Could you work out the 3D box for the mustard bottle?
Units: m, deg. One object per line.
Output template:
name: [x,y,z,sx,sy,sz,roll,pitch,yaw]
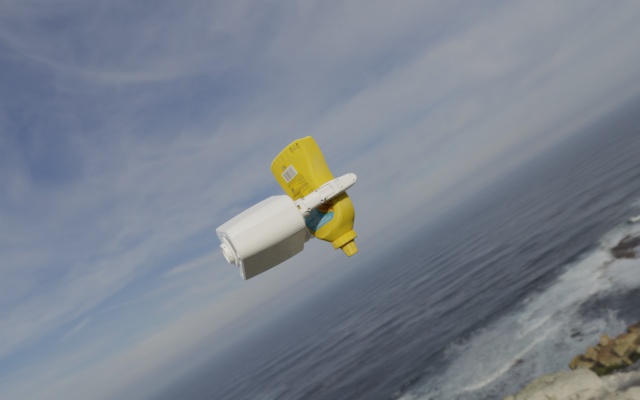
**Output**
mustard bottle: [0.000,0.002,0.744,0.058,0.191,0.096,-25,-10,-44]
